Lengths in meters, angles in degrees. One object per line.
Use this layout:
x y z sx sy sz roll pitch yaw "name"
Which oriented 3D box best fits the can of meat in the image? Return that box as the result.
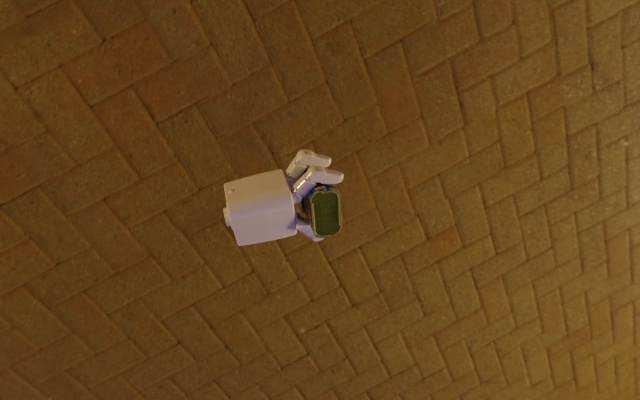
0.000 0.003 0.834 0.057 0.102 0.084 -11 34 -10 "can of meat"
